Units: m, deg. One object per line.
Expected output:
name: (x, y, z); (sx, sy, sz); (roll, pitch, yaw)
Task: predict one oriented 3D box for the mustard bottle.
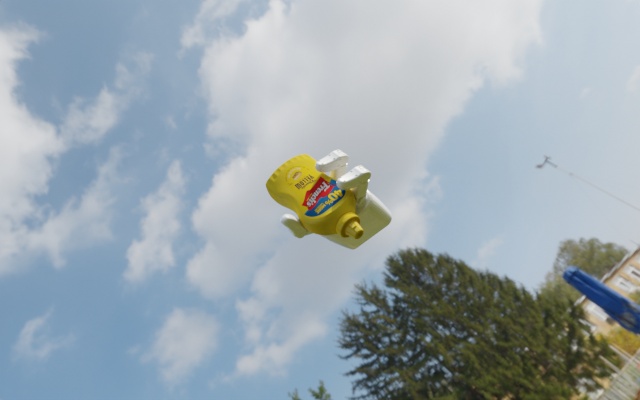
mustard bottle: (0.000, 0.002, 0.776); (0.096, 0.058, 0.191); (-37, 52, -16)
